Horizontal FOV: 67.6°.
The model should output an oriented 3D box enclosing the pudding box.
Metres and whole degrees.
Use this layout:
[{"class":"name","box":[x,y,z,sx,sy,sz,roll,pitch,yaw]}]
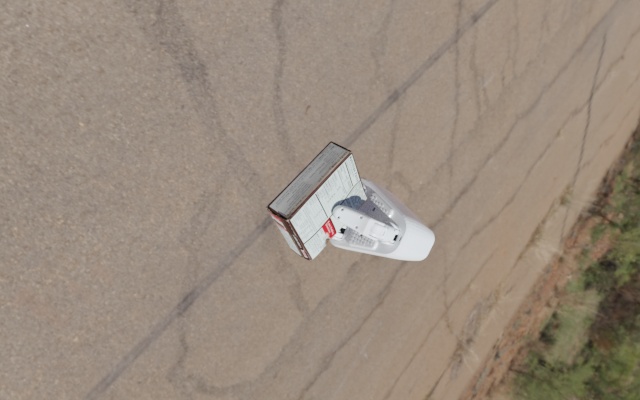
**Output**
[{"class":"pudding box","box":[0.000,0.002,0.553,0.039,0.113,0.090,27,-24,35]}]
